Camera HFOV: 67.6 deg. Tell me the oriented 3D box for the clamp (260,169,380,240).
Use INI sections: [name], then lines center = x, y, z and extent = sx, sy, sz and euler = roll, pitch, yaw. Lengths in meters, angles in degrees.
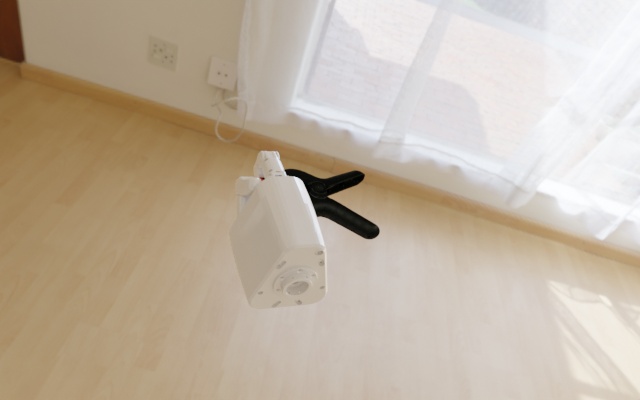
[clamp]
center = 0.000, 0.002, 0.637
extent = 0.171, 0.039, 0.120
euler = 0, 42, -23
